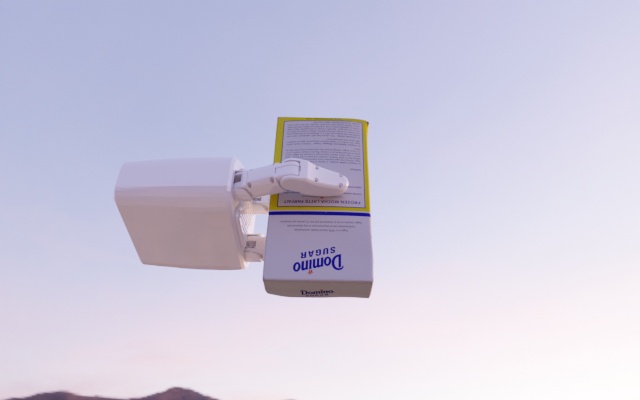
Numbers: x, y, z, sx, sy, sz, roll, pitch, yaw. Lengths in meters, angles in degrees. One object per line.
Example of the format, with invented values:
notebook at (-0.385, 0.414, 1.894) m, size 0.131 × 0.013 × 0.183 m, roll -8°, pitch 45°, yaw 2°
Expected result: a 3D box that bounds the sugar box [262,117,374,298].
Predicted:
sugar box at (0.000, 0.002, 0.446) m, size 0.093 × 0.176 × 0.048 m, roll 2°, pitch -30°, yaw 1°
